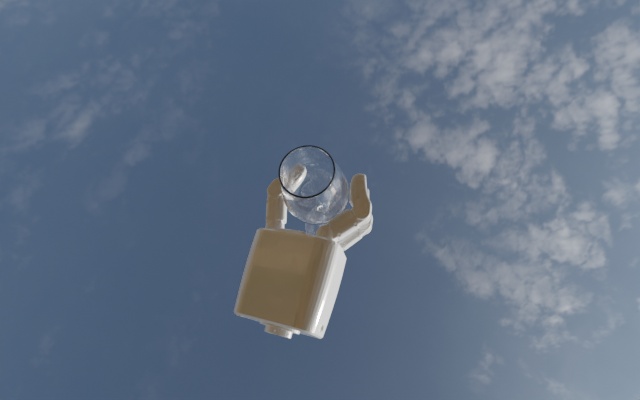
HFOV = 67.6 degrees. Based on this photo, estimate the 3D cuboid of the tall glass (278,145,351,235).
[{"bbox_3d":[0.000,0.002,0.599,0.079,0.079,0.201,0,-20,9],"label":"tall glass"}]
